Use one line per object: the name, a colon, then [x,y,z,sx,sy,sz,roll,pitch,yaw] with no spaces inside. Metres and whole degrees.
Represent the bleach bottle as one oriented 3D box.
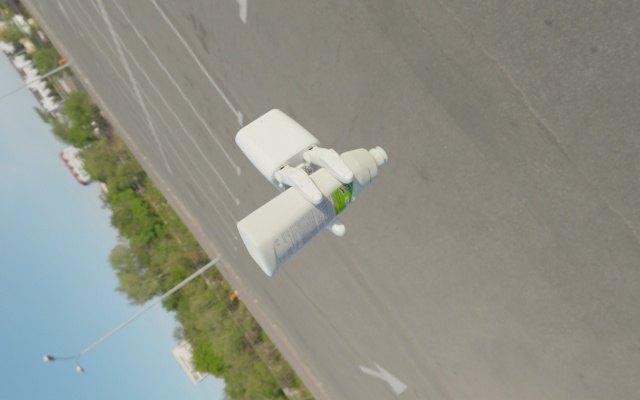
bleach bottle: [0.000,0.002,0.720,0.251,0.068,0.103,-36,-33,-17]
